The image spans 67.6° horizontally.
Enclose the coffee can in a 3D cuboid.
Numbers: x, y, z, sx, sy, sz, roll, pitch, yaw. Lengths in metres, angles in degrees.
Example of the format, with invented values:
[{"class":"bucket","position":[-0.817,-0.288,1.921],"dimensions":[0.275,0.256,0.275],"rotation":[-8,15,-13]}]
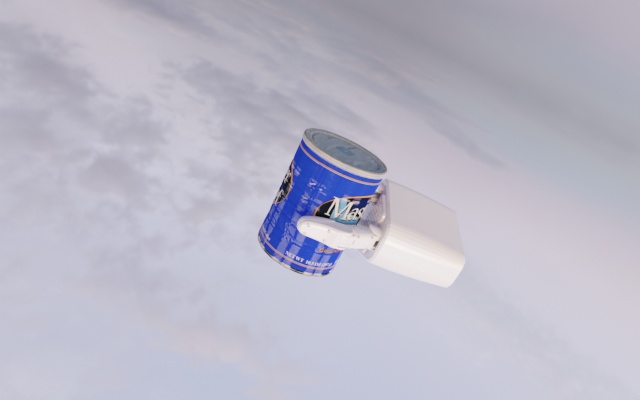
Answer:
[{"class":"coffee can","position":[0.000,0.002,0.555],"dimensions":[0.103,0.140,0.102],"rotation":[23,22,-10]}]
